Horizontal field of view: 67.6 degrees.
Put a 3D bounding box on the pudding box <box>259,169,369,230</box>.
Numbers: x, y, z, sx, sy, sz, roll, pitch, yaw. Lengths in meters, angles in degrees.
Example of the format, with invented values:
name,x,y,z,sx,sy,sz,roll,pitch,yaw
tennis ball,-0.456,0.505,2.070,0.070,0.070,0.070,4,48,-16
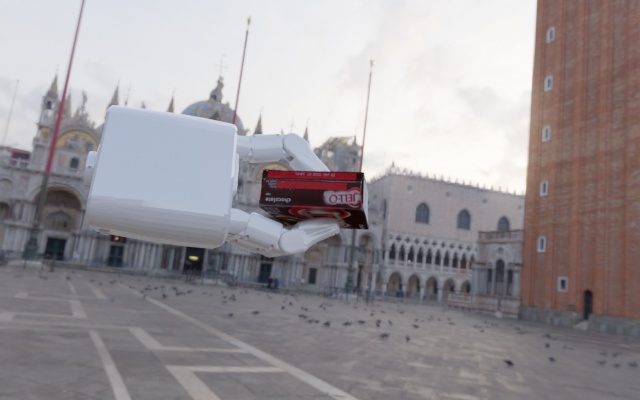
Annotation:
name,x,y,z,sx,sy,sz,roll,pitch,yaw
pudding box,0.000,0.001,0.452,0.090,0.039,0.113,3,-9,9
